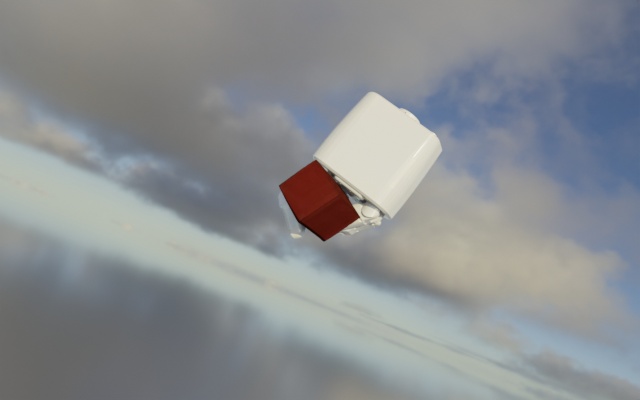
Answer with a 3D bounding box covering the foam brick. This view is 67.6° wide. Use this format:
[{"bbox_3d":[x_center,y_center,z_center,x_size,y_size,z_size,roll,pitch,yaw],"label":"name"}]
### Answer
[{"bbox_3d":[0.000,0.002,0.522,0.051,0.053,0.078,-34,-28,7],"label":"foam brick"}]
